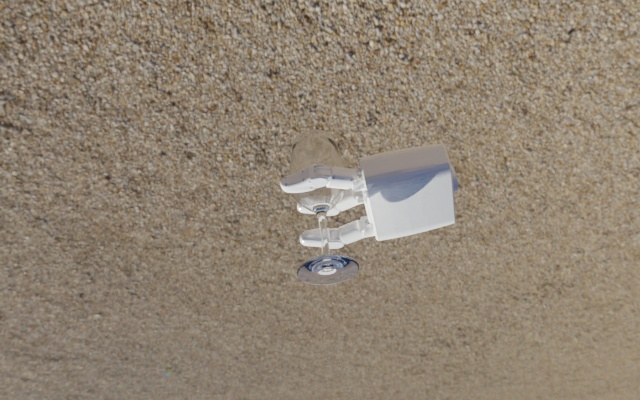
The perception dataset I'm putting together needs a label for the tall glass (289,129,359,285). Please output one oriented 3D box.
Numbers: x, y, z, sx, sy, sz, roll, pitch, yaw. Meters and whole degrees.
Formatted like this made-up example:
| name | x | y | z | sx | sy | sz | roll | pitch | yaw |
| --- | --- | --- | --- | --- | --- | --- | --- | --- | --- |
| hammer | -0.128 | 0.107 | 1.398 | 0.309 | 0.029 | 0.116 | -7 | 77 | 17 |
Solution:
| name | x | y | z | sx | sy | sz | roll | pitch | yaw |
| --- | --- | --- | --- | --- | --- | --- | --- | --- | --- |
| tall glass | 0.000 | 0.003 | 0.619 | 0.079 | 0.201 | 0.079 | -5 | -34 | -3 |
